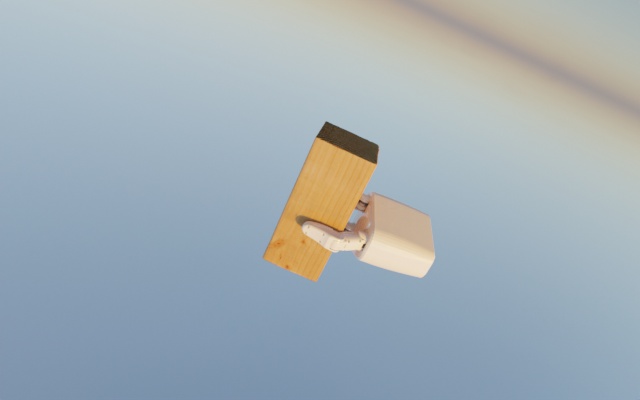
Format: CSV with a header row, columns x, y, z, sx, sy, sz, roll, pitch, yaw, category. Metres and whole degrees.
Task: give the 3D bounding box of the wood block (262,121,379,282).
x,y,z,sx,sy,sz,roll,pitch,yaw,category
0.000,0.003,0.701,0.090,0.206,0.090,24,25,-2,wood block
